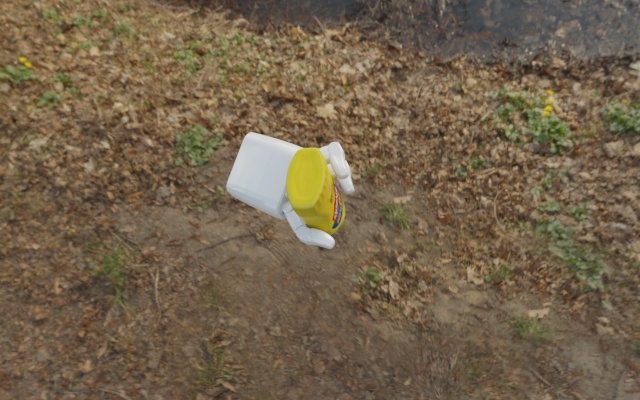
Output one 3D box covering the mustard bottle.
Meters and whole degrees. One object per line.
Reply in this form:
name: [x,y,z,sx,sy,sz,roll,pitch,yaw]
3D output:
mustard bottle: [0.000,0.002,0.742,0.058,0.096,0.192,-3,-23,13]
